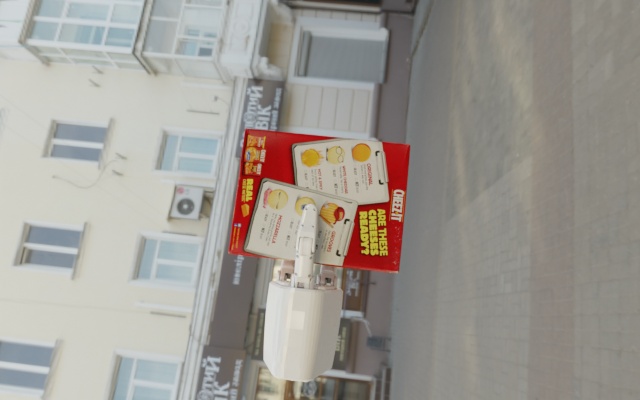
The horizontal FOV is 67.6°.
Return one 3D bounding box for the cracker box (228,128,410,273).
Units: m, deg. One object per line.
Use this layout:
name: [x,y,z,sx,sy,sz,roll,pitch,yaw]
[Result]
cracker box: [0.000,0.002,0.625,0.213,0.164,0.072,6,-6,3]
